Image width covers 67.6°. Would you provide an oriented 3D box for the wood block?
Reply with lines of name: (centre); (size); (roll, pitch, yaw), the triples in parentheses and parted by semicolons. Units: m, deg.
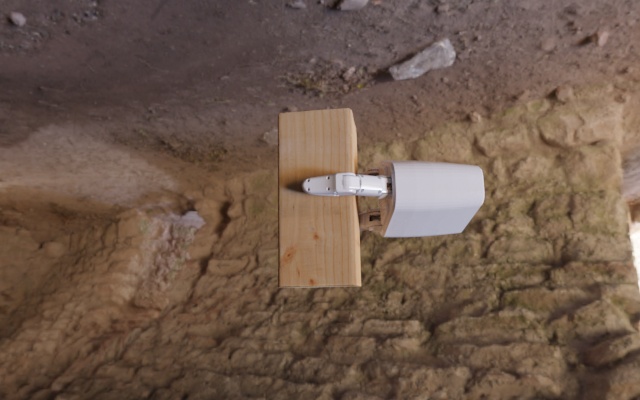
wood block: (0.000, 0.002, 0.587); (0.090, 0.206, 0.091); (-3, -11, 8)
